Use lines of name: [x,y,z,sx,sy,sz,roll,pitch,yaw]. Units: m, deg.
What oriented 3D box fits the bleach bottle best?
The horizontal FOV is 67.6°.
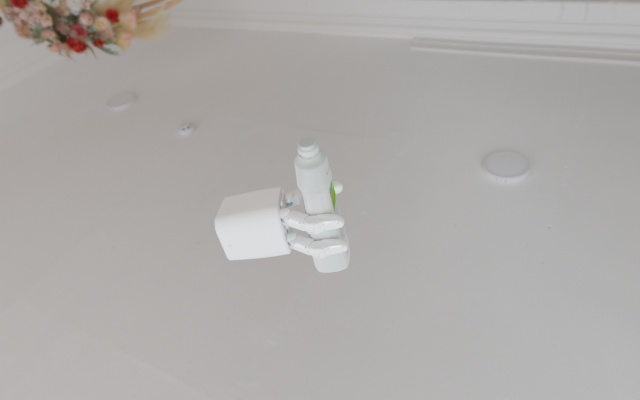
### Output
bleach bottle: [0.000,0.003,0.785,0.068,0.251,0.102,-9,40,4]
